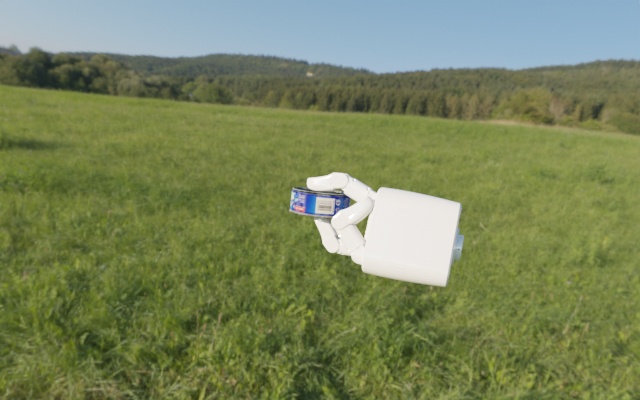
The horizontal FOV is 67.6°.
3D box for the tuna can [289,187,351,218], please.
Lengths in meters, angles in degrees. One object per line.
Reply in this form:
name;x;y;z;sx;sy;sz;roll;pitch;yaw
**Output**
tuna can;0.000;0.002;0.678;0.086;0.034;0.086;6;6;-1
